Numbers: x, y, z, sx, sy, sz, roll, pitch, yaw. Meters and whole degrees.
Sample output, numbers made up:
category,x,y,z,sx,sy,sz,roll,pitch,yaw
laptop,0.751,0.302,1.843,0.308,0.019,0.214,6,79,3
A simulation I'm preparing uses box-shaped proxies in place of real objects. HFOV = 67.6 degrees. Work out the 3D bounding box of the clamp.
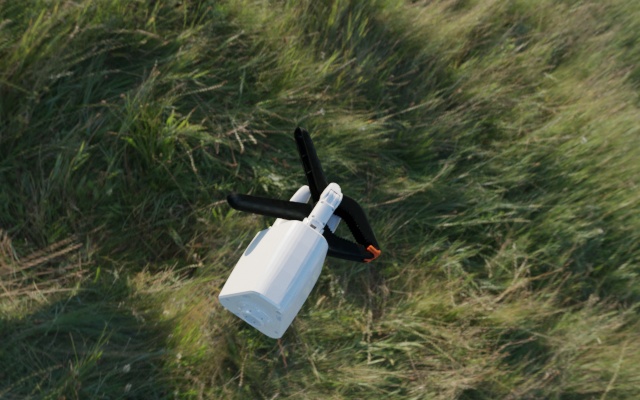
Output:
category,x,y,z,sx,sy,sz,roll,pitch,yaw
clamp,0.001,0.002,0.654,0.210,0.164,0.036,36,-31,-6
